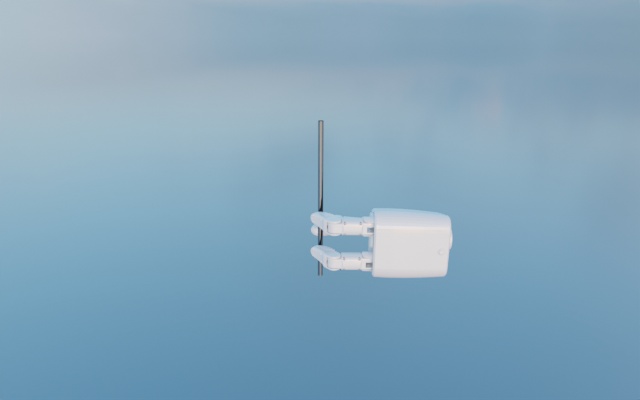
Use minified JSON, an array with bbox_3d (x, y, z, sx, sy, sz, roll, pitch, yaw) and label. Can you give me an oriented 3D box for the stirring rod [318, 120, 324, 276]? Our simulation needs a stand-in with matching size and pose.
[{"bbox_3d":[0.000,0.002,0.707,0.011,0.240,0.011,0,19,0],"label":"stirring rod"}]
